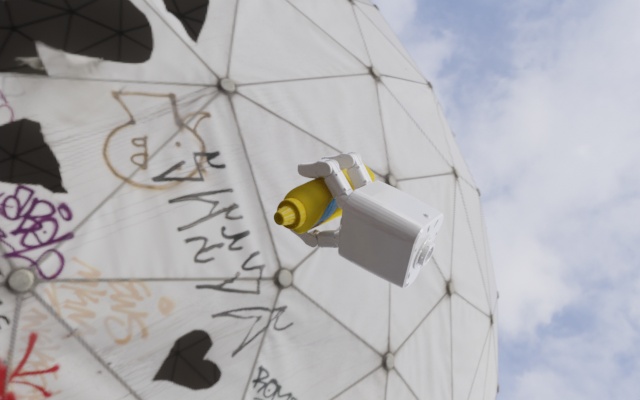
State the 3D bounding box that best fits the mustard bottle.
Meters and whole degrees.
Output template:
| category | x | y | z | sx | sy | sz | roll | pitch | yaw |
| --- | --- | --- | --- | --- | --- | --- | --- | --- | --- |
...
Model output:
| category | x | y | z | sx | sy | sz | roll | pitch | yaw |
| --- | --- | --- | --- | --- | --- | --- | --- | --- | --- |
| mustard bottle | 0.000 | 0.002 | 0.685 | 0.191 | 0.058 | 0.096 | -23 | -21 | -53 |
